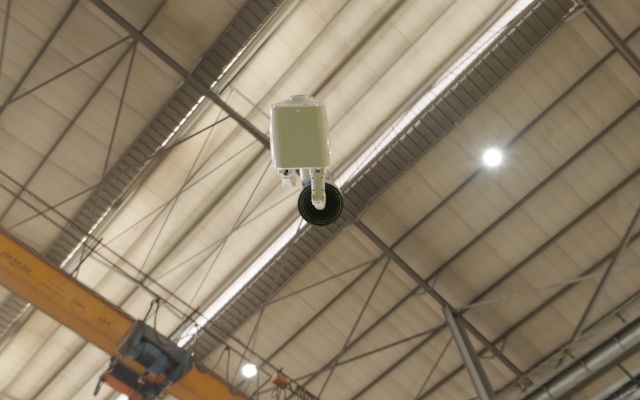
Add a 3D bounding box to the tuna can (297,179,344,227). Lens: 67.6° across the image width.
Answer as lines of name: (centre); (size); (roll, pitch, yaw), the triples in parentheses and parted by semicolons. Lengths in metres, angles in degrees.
tuna can: (0.000, 0.003, 0.889); (0.086, 0.086, 0.033); (0, 17, 0)
